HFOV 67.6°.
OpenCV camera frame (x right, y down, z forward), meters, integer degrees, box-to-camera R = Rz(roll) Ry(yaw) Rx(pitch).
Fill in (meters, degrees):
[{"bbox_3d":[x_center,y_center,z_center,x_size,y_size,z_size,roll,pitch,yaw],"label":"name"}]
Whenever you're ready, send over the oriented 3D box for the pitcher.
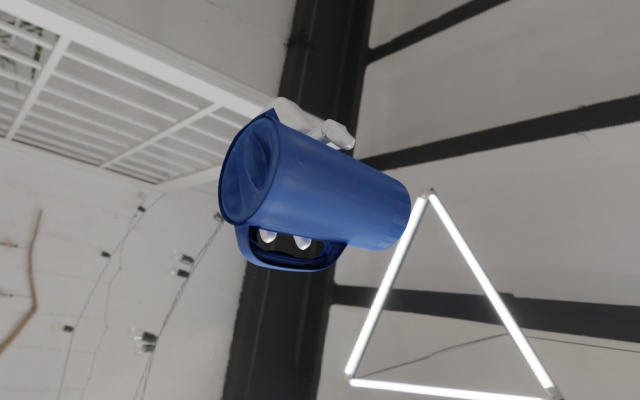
[{"bbox_3d":[0.000,0.002,0.615,0.243,0.149,0.145,18,25,-36],"label":"pitcher"}]
